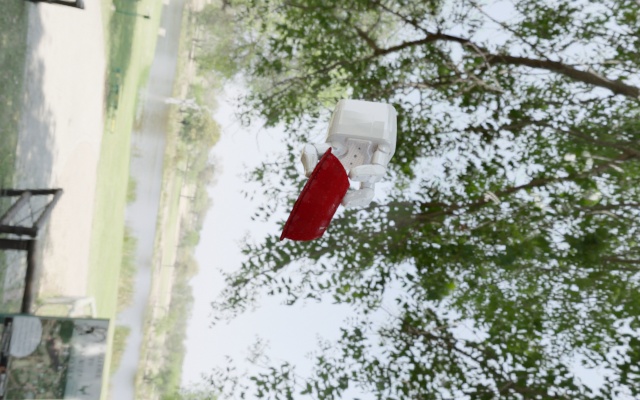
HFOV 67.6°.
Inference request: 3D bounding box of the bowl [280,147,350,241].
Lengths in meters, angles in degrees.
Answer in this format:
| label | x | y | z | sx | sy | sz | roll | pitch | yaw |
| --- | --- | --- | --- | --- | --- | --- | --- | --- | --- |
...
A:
| label | x | y | z | sx | sy | sz | roll | pitch | yaw |
| --- | --- | --- | --- | --- | --- | --- | --- | --- | --- |
| bowl | 0.000 | 0.004 | 0.721 | 0.055 | 0.162 | 0.162 | 29 | 1 | 3 |
